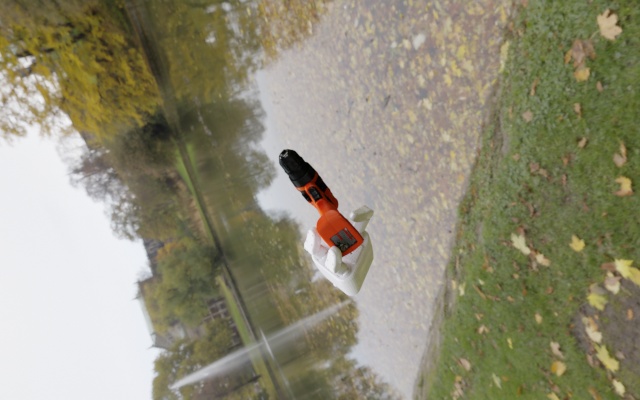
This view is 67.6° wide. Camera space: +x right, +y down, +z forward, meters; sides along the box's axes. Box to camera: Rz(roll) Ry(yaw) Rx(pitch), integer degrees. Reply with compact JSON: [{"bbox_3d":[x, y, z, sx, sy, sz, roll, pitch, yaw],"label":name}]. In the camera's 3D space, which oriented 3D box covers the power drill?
[{"bbox_3d":[0.000,0.003,0.883,0.184,0.057,0.187,47,10,-40],"label":"power drill"}]
